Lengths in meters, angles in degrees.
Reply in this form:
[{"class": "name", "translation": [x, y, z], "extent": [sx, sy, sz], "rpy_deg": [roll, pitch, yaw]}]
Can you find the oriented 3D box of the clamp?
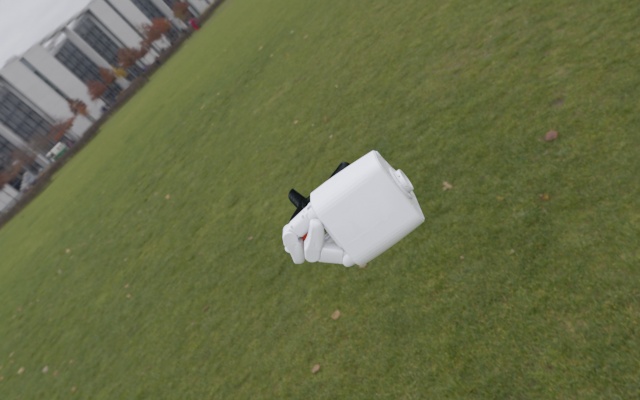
[{"class": "clamp", "translation": [0.000, 0.002, 0.725], "extent": [0.120, 0.039, 0.171], "rpy_deg": [-36, 26, 17]}]
